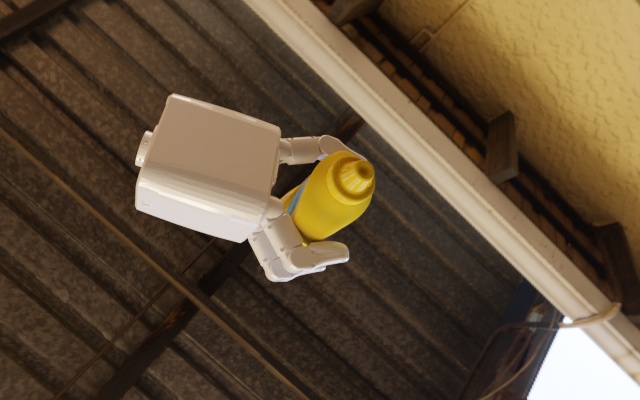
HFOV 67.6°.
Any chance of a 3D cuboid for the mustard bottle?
[{"bbox_3d":[0.000,0.002,0.462,0.058,0.096,0.192,41,-26,-6],"label":"mustard bottle"}]
